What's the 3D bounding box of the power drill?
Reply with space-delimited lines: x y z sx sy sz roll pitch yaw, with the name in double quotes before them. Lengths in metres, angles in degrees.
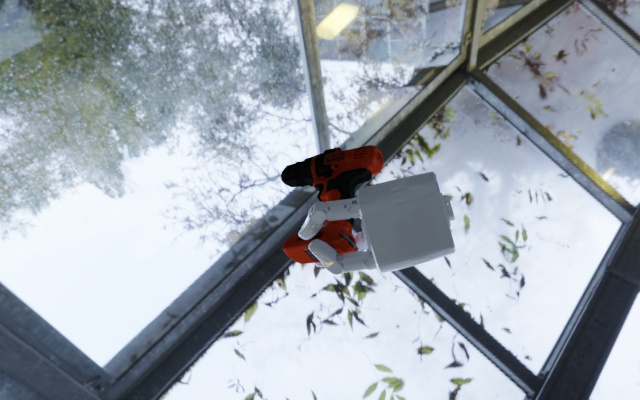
"power drill" 0.000 0.003 0.737 0.184 0.187 0.057 -11 -38 32
